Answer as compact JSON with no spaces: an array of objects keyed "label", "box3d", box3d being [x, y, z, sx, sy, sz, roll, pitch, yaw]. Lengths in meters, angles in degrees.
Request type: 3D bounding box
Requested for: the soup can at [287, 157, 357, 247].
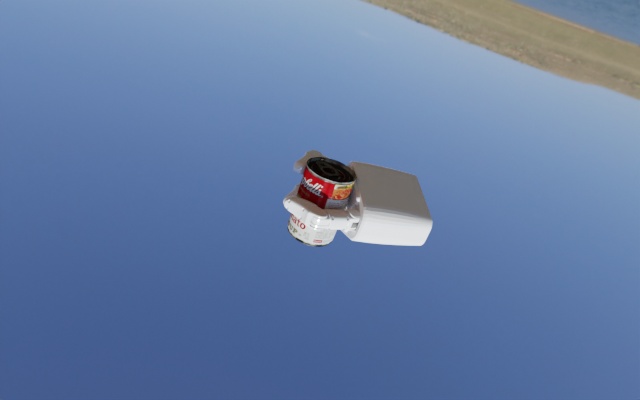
[{"label":"soup can","box3d":[0.000,0.002,0.639,0.068,0.102,0.068,15,28,-8]}]
